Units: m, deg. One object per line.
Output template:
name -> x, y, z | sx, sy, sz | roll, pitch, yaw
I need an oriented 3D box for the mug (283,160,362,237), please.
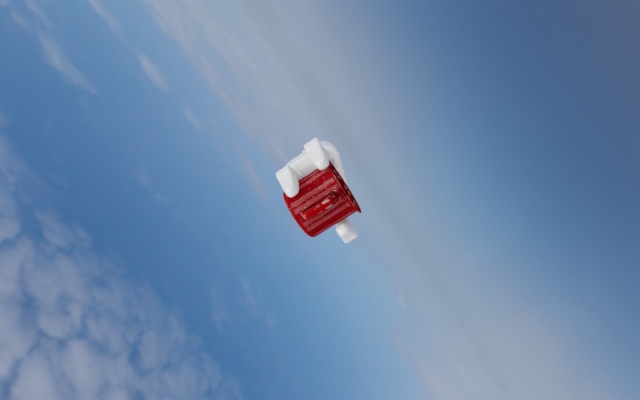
mug -> 0.000, 0.003, 0.673 | 0.081, 0.093, 0.117 | -33, 10, 8
